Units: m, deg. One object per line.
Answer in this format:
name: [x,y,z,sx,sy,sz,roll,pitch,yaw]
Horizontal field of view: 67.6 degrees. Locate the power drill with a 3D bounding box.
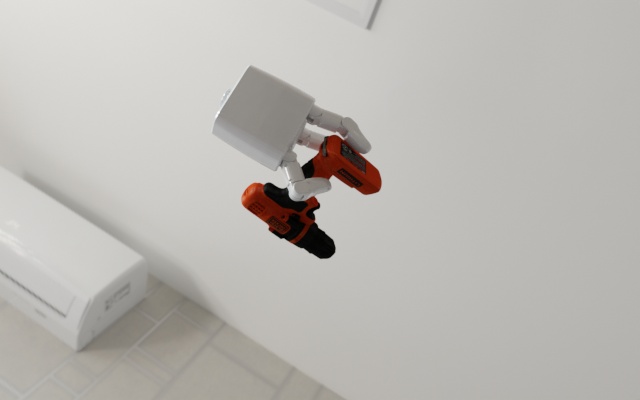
power drill: [0.000,0.002,0.725,0.184,0.057,0.188,37,-58,-25]
